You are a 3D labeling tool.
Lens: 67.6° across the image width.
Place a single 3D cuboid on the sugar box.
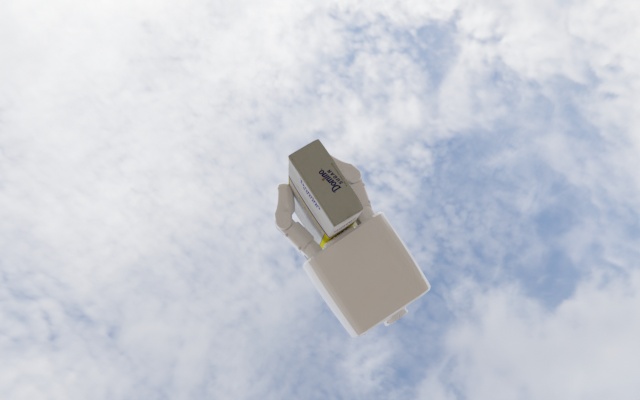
[{"bbox_3d":[0.001,0.002,0.578,0.048,0.093,0.176,-31,-10,-13],"label":"sugar box"}]
